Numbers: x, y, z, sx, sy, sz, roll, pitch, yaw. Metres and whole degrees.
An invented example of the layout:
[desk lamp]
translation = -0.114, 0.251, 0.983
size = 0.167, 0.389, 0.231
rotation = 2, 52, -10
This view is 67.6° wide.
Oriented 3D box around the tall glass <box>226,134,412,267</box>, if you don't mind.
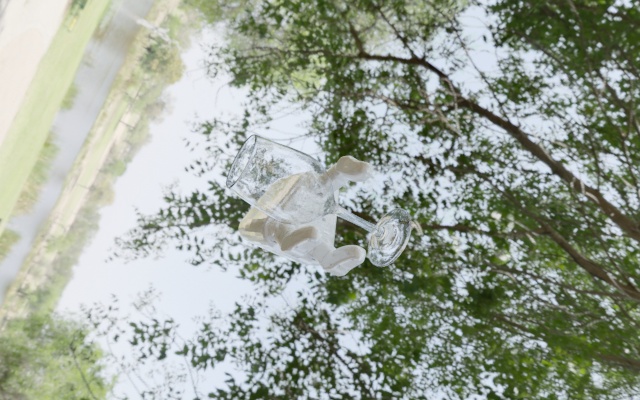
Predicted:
[tall glass]
translation = 0.001, 0.002, 0.522
size = 0.201, 0.079, 0.079
rotation = 27, -12, -24
